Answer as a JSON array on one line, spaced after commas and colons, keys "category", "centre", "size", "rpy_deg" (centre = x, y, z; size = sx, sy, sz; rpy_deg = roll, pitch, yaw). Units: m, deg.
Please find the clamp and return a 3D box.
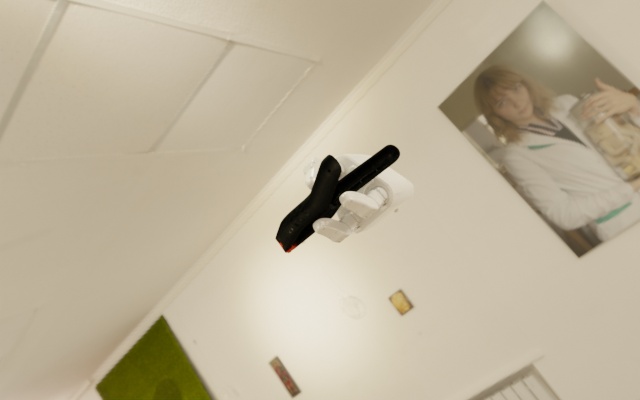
[{"category": "clamp", "centre": [-0.001, 0.002, 0.629], "size": [0.210, 0.036, 0.164], "rpy_deg": [-44, -17, 26]}]
